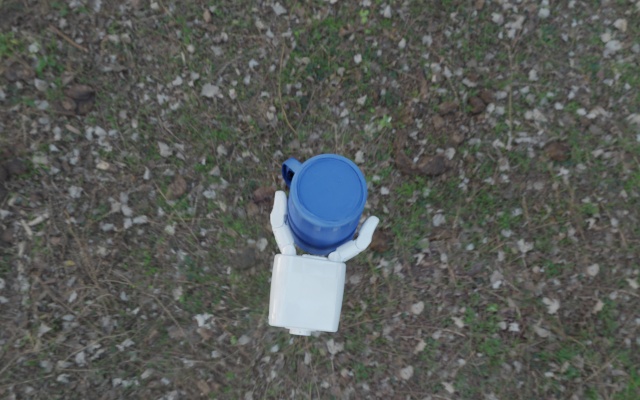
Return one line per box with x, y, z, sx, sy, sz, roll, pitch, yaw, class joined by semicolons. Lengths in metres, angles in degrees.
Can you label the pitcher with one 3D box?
0.000;0.003;0.773;0.149;0.145;0.243;8;-13;-1;pitcher
